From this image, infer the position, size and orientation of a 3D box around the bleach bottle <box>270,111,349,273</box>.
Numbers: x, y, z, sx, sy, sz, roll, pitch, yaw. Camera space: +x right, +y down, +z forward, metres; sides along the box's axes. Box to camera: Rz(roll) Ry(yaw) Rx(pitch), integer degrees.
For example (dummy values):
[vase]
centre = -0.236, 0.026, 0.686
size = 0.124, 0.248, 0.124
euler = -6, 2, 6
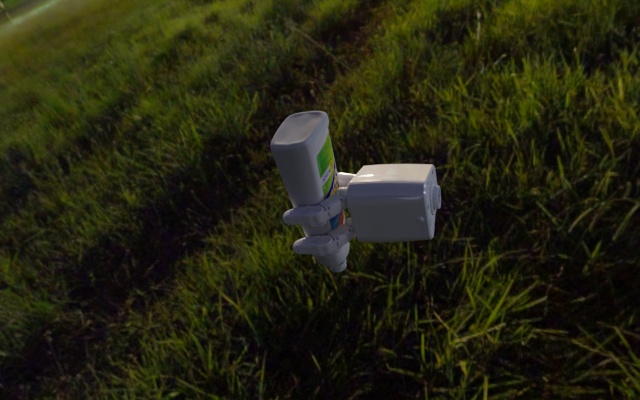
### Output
[bleach bottle]
centre = 0.000, 0.002, 0.708
size = 0.068, 0.251, 0.102
euler = -2, 37, 22
